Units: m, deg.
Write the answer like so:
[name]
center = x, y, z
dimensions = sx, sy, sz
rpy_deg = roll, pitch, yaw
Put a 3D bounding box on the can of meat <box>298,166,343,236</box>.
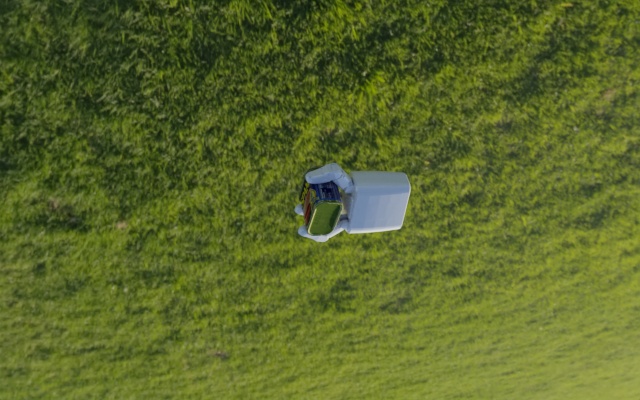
[can of meat]
center = 0.000, 0.003, 0.858
dimensions = 0.057, 0.084, 0.102
rpy_deg = 0, -41, -16
